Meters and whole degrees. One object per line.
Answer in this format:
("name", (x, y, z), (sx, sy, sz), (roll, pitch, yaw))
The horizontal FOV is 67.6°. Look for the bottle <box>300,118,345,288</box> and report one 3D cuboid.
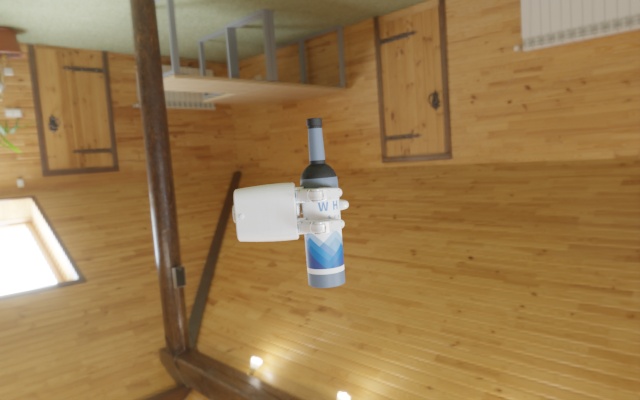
("bottle", (0.000, 0.003, 0.848), (0.069, 0.296, 0.069), (-4, 5, 0))
